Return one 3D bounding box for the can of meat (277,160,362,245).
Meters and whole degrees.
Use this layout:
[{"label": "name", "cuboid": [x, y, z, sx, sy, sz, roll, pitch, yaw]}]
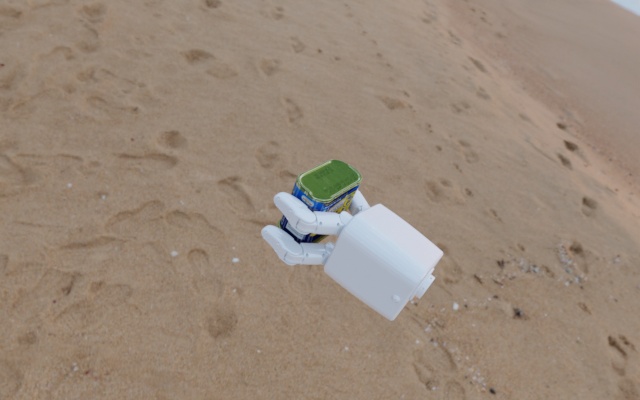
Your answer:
[{"label": "can of meat", "cuboid": [0.000, 0.002, 0.613, 0.057, 0.084, 0.102, 39, 41, 18]}]
